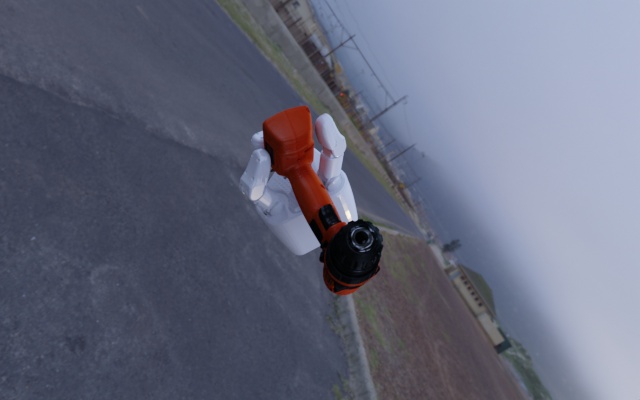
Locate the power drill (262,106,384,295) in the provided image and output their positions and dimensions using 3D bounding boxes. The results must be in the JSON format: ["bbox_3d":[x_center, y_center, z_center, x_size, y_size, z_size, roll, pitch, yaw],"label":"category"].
[{"bbox_3d":[0.000,0.001,0.485,0.057,0.187,0.184,-21,-17,-11],"label":"power drill"}]
